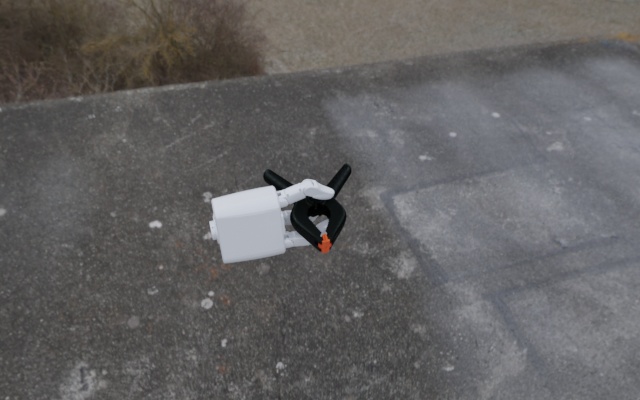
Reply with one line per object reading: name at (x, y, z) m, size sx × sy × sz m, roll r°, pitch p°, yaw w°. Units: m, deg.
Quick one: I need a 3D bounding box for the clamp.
clamp at (0.000, 0.002, 0.829) m, size 0.164 × 0.036 × 0.209 m, roll -11°, pitch 43°, yaw -13°
